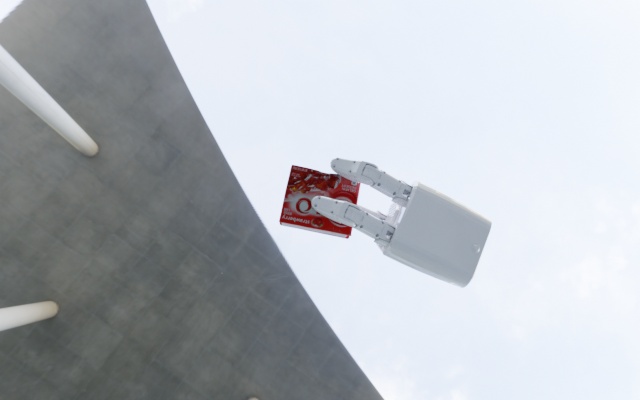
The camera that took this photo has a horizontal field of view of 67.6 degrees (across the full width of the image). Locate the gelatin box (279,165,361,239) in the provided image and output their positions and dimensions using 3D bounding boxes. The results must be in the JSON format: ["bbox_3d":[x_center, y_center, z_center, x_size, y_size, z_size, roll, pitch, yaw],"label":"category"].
[{"bbox_3d":[0.000,0.002,0.583,0.089,0.073,0.030,12,-13,-1],"label":"gelatin box"}]
